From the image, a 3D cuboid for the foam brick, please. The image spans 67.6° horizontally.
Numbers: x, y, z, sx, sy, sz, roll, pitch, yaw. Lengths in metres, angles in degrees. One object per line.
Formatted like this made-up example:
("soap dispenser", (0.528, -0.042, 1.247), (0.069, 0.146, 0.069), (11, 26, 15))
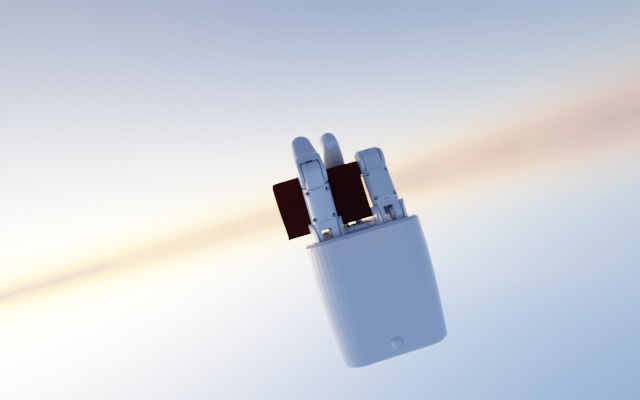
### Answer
("foam brick", (0.000, 0.001, 0.430), (0.078, 0.051, 0.053), (-16, -1, -4))
